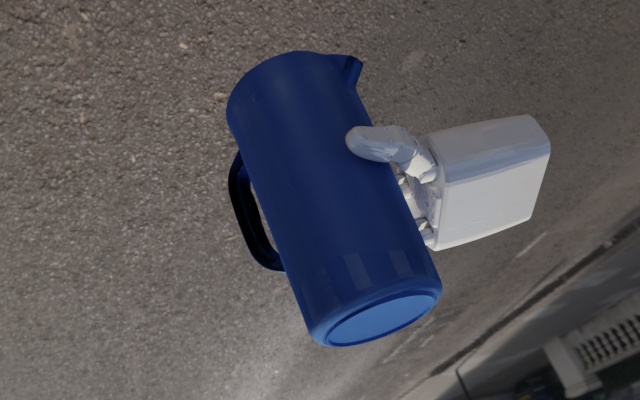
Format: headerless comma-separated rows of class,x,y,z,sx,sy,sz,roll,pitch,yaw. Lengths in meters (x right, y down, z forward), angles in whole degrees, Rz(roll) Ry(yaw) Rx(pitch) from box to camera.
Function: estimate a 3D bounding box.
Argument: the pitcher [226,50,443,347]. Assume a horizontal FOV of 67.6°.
pitcher,0.000,0.001,0.425,0.145,0.242,0.149,-13,-32,-13
